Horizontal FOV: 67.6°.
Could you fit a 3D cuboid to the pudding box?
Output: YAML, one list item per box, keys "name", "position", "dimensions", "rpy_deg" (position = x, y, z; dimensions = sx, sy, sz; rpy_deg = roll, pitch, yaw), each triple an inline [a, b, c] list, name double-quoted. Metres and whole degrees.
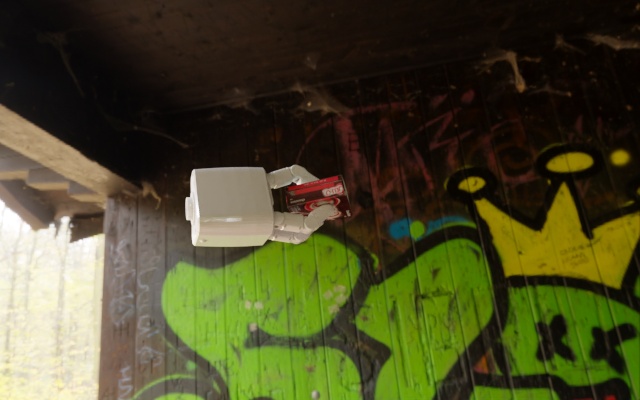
- name: "pudding box"
  position: [0.000, 0.002, 0.754]
  dimensions: [0.090, 0.039, 0.113]
  rpy_deg: [-11, -17, 6]
